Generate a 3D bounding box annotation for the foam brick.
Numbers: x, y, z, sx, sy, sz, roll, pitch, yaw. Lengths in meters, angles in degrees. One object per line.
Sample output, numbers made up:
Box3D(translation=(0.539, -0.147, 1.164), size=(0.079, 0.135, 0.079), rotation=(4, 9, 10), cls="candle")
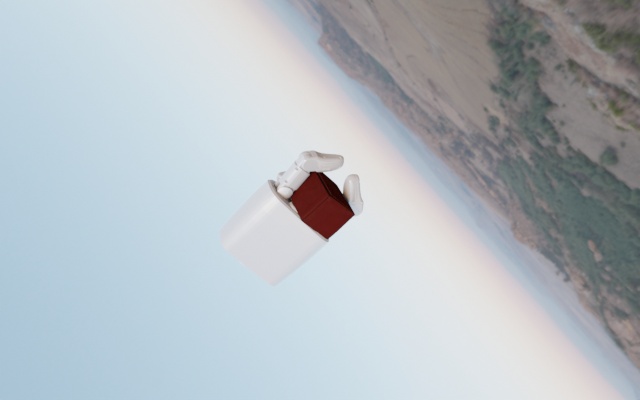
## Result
Box3D(translation=(0.000, 0.002, 0.625), size=(0.053, 0.051, 0.078), rotation=(39, 14, -35), cls="foam brick")
